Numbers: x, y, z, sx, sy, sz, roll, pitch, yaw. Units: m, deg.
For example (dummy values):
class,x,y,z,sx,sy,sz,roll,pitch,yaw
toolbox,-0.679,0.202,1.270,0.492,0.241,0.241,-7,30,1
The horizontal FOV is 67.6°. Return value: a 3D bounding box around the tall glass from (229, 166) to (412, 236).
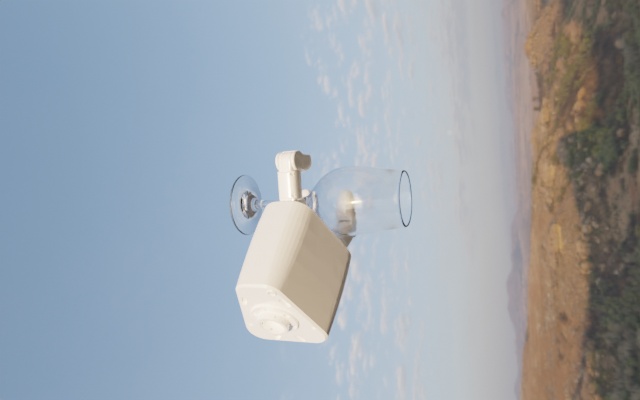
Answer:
class,x,y,z,sx,sy,sz,roll,pitch,yaw
tall glass,-0.001,0.002,0.550,0.201,0.079,0.079,-3,-1,22
